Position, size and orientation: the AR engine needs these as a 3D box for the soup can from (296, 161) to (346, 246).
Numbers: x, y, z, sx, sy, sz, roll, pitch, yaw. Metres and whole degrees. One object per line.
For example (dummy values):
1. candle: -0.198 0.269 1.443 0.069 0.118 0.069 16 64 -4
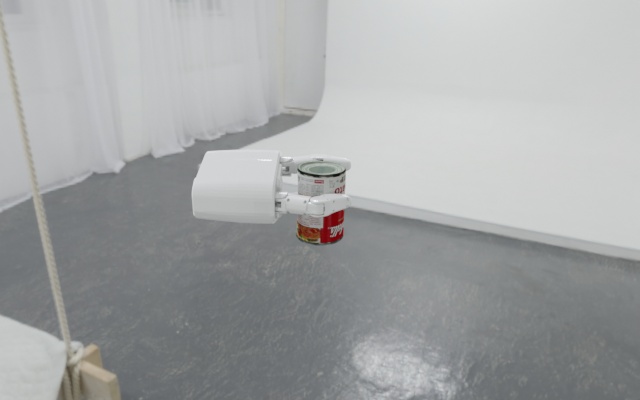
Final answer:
1. soup can: 0.001 0.002 0.662 0.068 0.102 0.068 1 21 -1
